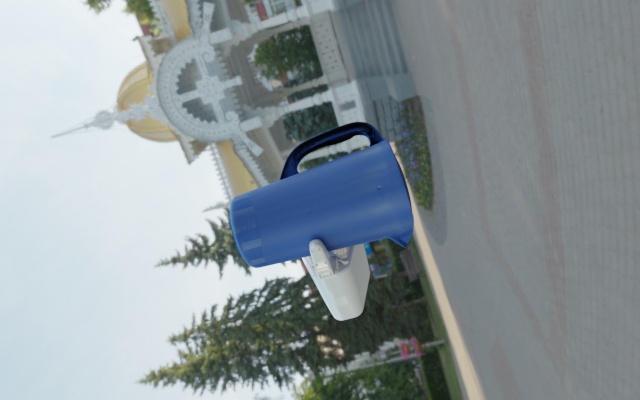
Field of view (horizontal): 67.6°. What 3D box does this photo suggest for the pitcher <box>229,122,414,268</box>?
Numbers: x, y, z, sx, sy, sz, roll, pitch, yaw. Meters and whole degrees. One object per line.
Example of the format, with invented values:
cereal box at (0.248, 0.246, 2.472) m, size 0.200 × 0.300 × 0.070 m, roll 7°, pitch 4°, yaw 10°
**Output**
pitcher at (0.000, 0.002, 0.671) m, size 0.243 × 0.145 × 0.149 m, roll -17°, pitch 36°, yaw 6°
